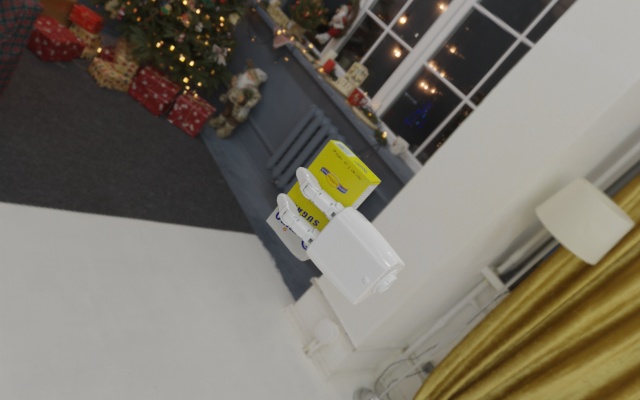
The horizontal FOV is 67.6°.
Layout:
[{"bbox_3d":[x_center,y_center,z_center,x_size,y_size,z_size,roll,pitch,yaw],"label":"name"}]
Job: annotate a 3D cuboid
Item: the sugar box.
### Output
[{"bbox_3d":[0.000,0.002,0.737,0.093,0.176,0.048,48,22,19],"label":"sugar box"}]
